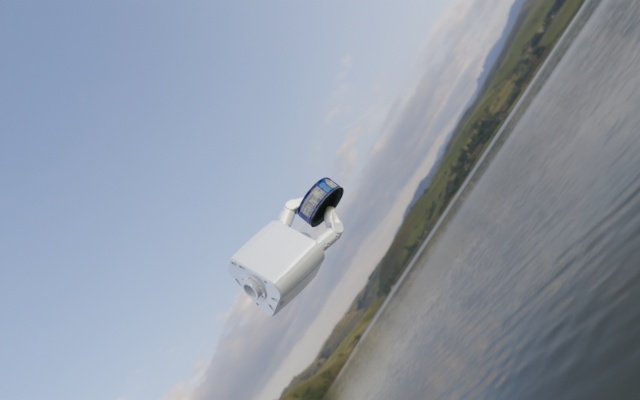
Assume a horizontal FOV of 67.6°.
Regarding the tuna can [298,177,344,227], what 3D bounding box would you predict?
[{"bbox_3d":[0.000,0.002,0.821,0.033,0.086,0.086,38,13,17],"label":"tuna can"}]
